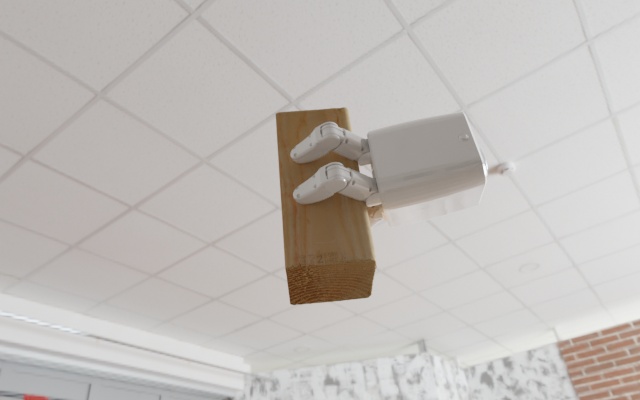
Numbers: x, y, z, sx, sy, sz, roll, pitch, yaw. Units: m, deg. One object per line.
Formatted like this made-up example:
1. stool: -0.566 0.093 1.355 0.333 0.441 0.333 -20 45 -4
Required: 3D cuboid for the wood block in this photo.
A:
1. wood block: 0.000 0.002 0.541 0.090 0.206 0.091 -5 -36 -2
